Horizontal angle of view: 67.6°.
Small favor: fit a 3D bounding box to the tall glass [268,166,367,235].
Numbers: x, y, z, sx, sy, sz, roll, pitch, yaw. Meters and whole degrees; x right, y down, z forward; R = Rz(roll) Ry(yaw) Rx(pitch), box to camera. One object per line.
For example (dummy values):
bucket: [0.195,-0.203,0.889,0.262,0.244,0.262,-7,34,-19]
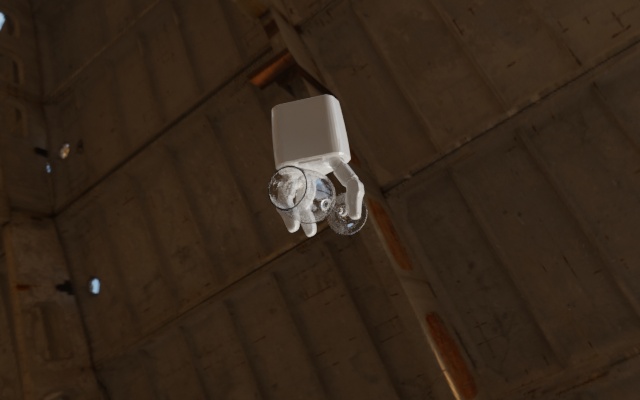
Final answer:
tall glass: [0.001,0.003,0.728,0.079,0.079,0.201,0,-11,27]
